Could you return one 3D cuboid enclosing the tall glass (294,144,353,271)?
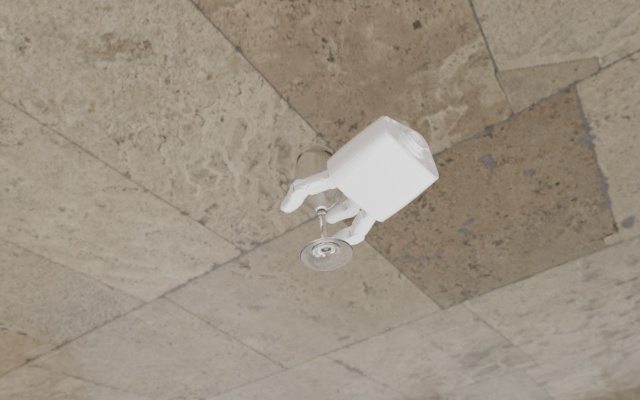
[{"bbox_3d":[0.000,0.003,0.725,0.079,0.200,0.079,-4,-42,-4],"label":"tall glass"}]
